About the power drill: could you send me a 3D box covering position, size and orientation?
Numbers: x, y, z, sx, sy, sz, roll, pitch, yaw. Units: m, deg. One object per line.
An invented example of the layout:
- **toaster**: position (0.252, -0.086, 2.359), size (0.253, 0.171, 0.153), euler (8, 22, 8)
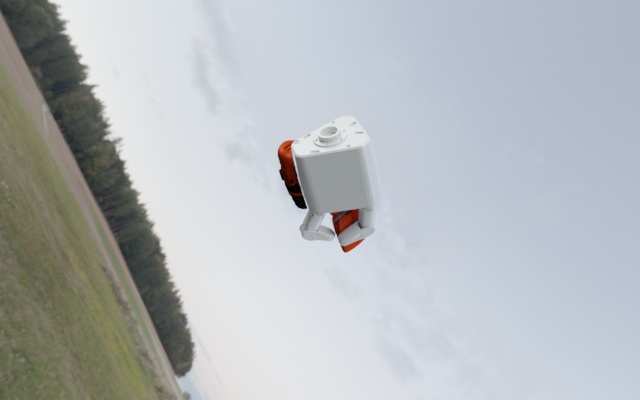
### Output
- **power drill**: position (0.000, 0.003, 0.828), size (0.057, 0.187, 0.185), euler (-39, -29, -14)
